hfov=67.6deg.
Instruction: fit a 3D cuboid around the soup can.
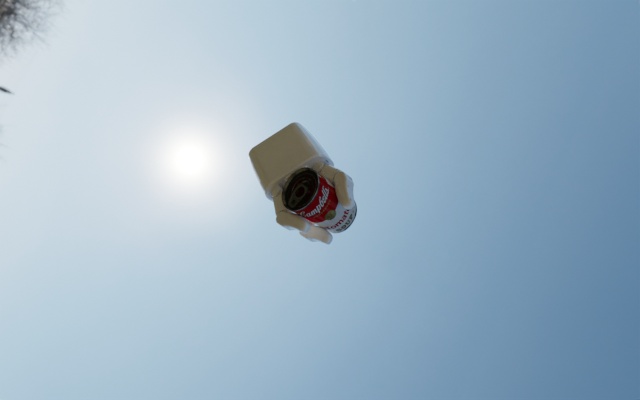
[{"bbox_3d":[0.001,0.003,0.715,0.068,0.068,0.102,0,-22,40],"label":"soup can"}]
